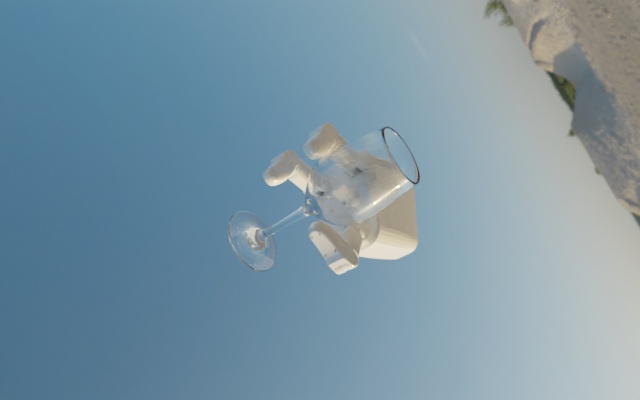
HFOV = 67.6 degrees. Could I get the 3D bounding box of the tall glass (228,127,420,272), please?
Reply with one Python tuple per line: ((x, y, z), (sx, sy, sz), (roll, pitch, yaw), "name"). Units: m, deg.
((-0.001, 0.002, 0.491), (0.201, 0.079, 0.079), (-30, -16, 28), "tall glass")
